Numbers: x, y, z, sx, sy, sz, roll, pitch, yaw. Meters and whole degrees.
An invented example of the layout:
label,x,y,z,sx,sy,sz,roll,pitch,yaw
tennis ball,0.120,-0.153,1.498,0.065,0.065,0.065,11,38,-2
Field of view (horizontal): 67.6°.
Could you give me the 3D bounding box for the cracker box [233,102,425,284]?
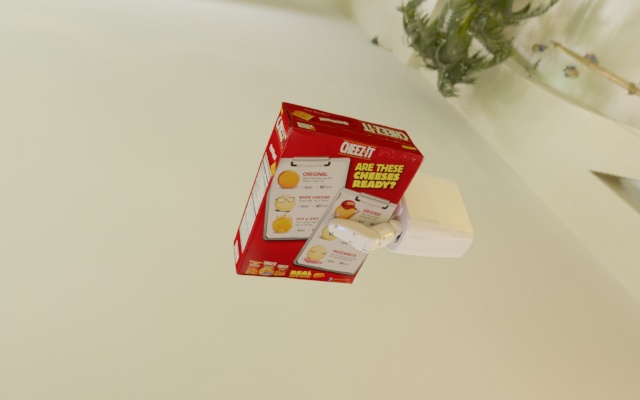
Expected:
label,x,y,z,sx,sy,sz,roll,pitch,yaw
cracker box,0.000,0.002,0.583,0.164,0.214,0.072,9,35,-23
